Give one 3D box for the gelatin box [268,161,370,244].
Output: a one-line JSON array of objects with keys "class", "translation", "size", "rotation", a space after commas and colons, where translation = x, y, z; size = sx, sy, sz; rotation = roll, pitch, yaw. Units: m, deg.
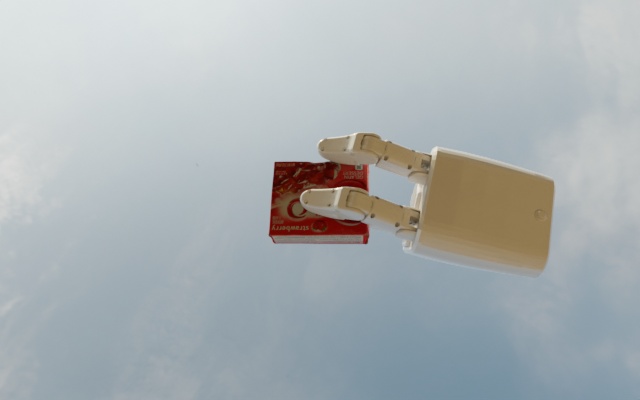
[{"class": "gelatin box", "translation": [0.000, 0.002, 0.437], "size": [0.089, 0.073, 0.030], "rotation": [0, -22, 5]}]
